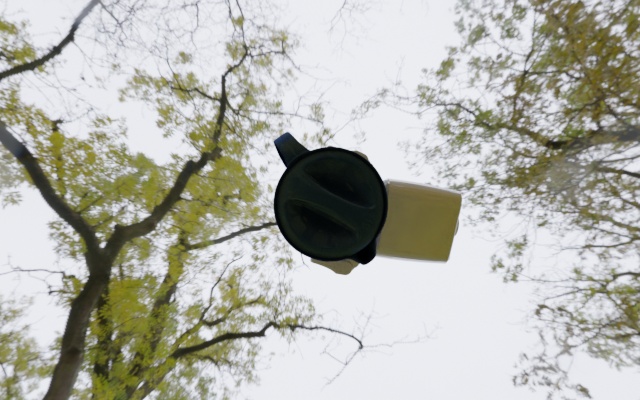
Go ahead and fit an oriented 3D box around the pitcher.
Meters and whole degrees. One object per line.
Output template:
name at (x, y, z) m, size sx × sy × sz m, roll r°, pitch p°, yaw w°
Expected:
pitcher at (0.000, 0.002, 0.663) m, size 0.145 × 0.149 × 0.243 m, roll 8°, pitch -4°, yaw -3°
